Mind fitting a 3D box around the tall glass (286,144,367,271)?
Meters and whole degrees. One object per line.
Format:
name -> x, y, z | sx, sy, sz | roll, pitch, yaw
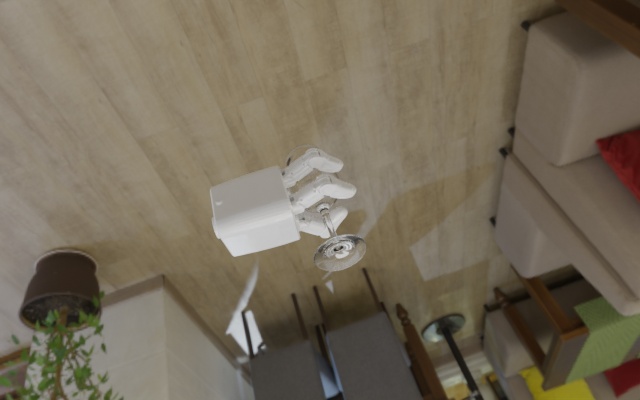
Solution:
tall glass -> 0.000, 0.003, 0.703 | 0.079, 0.079, 0.201 | 0, 44, -21
